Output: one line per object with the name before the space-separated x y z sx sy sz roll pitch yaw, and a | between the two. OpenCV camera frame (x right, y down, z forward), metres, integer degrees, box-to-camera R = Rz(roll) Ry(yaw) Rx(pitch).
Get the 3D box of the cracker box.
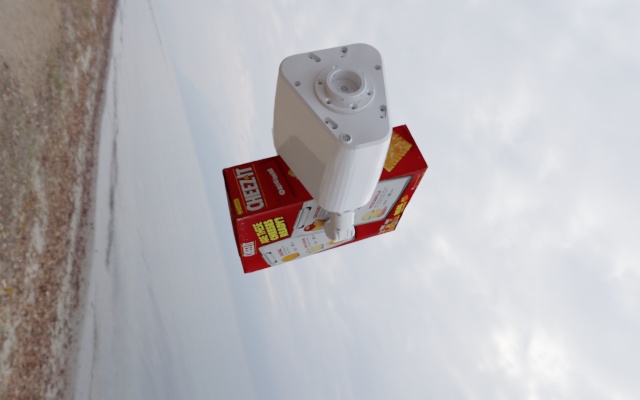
cracker box | 0.000 0.002 0.569 0.213 0.072 0.164 -15 -26 -13
